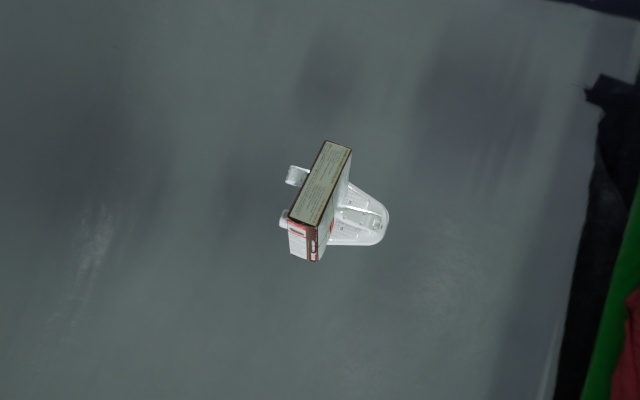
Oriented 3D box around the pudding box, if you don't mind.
[{"bbox_3d":[0.000,0.002,0.545,0.039,0.113,0.090,17,-30,11],"label":"pudding box"}]
